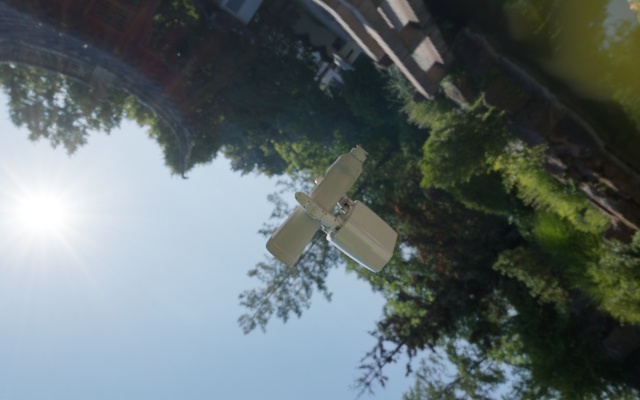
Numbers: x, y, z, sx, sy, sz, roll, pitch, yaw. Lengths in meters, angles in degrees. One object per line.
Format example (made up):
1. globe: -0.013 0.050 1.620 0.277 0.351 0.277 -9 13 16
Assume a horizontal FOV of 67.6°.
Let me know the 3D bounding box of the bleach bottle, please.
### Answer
1. bleach bottle: 0.000 0.003 0.899 0.068 0.251 0.102 38 12 -2
